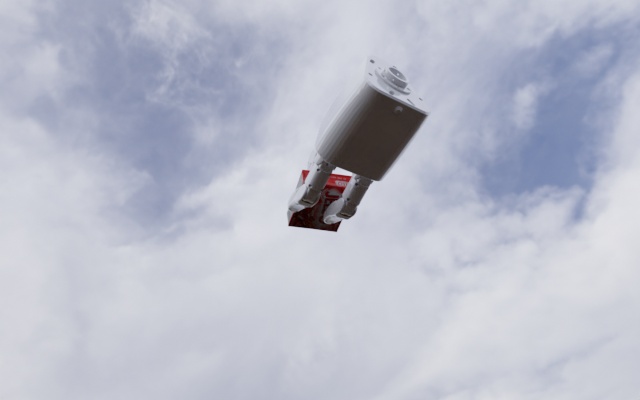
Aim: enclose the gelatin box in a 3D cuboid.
[{"bbox_3d":[0.000,0.002,0.651,0.073,0.030,0.089,8,-46,-16],"label":"gelatin box"}]
